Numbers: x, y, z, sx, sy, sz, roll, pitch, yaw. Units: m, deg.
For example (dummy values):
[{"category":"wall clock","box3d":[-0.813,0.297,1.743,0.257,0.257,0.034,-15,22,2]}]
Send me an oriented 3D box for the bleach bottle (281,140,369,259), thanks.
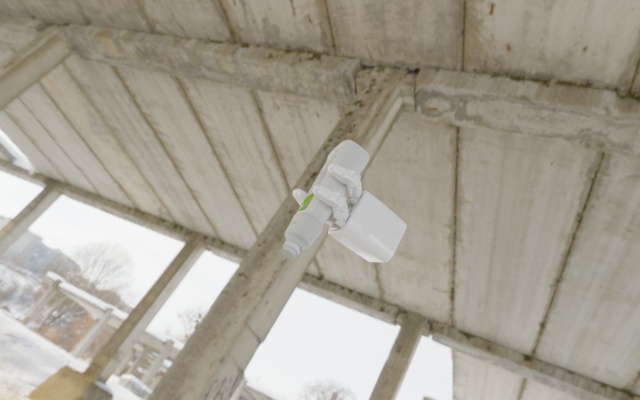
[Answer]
[{"category":"bleach bottle","box3d":[0.000,0.003,0.884,0.068,0.250,0.102,37,-30,-7]}]
